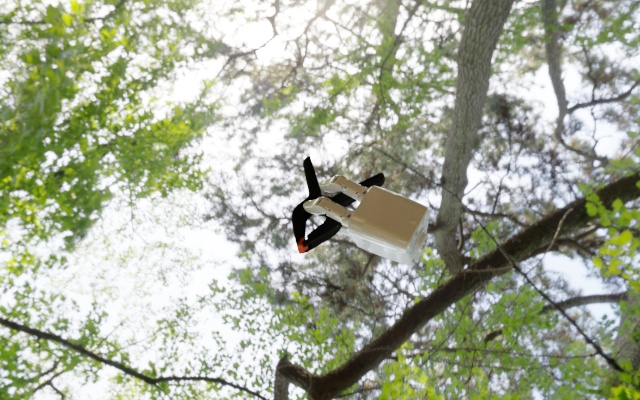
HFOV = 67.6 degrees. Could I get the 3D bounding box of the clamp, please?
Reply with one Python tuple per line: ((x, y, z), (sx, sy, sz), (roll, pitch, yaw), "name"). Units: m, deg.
((0.000, 0.004, 0.864), (0.164, 0.210, 0.036), (21, -33, 25), "clamp")
